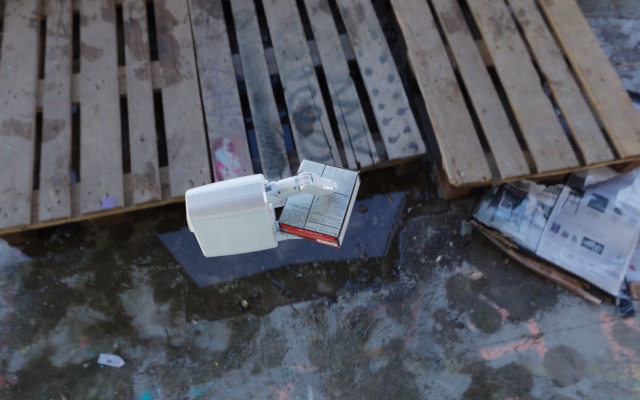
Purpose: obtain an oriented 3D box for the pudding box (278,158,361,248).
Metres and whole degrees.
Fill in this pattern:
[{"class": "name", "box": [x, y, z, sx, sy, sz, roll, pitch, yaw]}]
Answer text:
[{"class": "pudding box", "box": [0.000, 0.002, 0.679, 0.090, 0.113, 0.039, 15, -24, 10]}]
